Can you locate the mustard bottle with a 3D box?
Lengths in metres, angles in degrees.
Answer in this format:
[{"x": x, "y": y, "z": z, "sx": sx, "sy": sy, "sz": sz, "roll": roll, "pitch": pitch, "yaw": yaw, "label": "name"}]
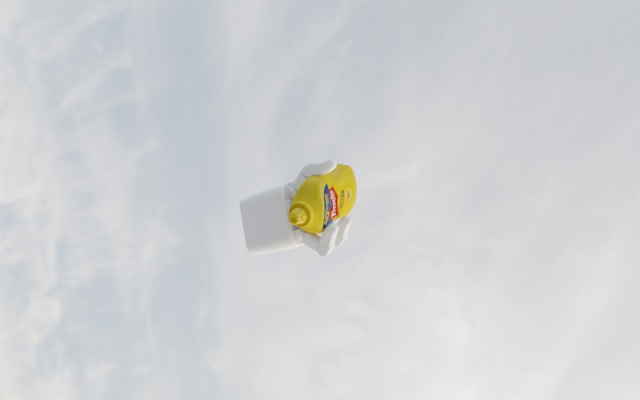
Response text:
[{"x": 0.001, "y": 0.003, "z": 0.808, "sx": 0.058, "sy": 0.096, "sz": 0.191, "roll": 11, "pitch": 21, "yaw": 25, "label": "mustard bottle"}]
